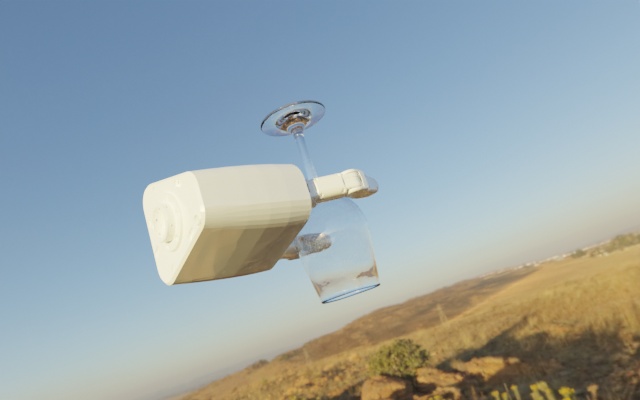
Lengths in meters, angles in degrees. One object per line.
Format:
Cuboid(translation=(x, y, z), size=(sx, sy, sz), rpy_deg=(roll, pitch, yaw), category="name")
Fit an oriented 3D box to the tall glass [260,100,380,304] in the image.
Cuboid(translation=(0.000, 0.001, 0.498), size=(0.079, 0.201, 0.079), rpy_deg=(-17, -14, -5), category="tall glass")
